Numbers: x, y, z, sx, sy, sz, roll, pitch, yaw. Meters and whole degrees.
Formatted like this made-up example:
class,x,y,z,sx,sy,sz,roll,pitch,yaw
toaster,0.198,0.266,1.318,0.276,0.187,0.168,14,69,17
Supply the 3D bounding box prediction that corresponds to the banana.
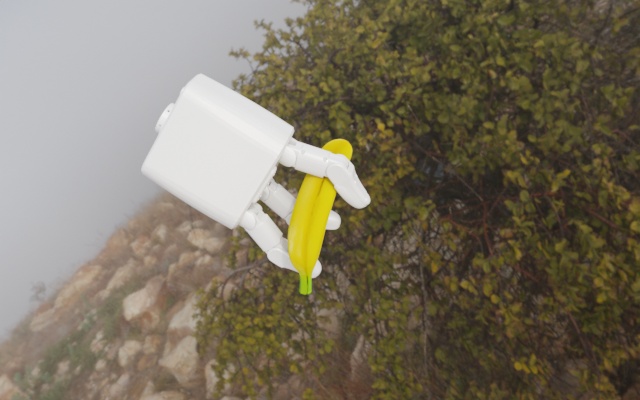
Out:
class,x,y,z,sx,sy,sz,roll,pitch,yaw
banana,0.000,-0.006,0.497,0.037,0.197,0.070,14,-33,7
